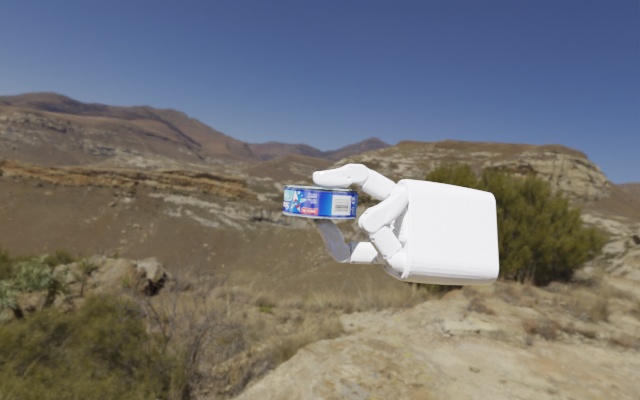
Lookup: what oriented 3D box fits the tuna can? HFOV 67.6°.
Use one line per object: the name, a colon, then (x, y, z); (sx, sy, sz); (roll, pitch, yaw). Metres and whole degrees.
tuna can: (0.000, 0.001, 0.551); (0.086, 0.034, 0.086); (4, 3, 0)
